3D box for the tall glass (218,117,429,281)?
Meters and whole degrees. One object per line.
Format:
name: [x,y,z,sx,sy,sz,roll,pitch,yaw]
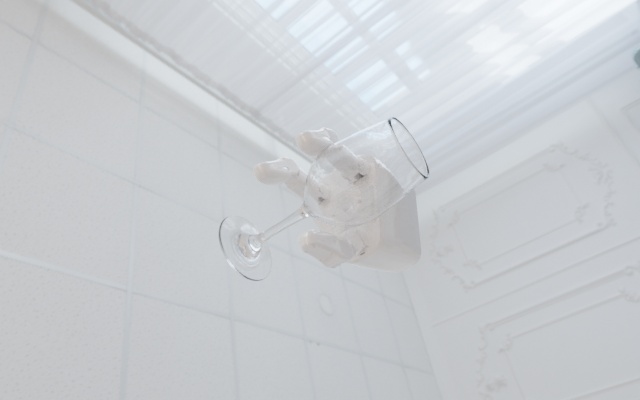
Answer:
tall glass: [-0.001,0.002,0.450,0.201,0.079,0.079,-32,-15,25]
